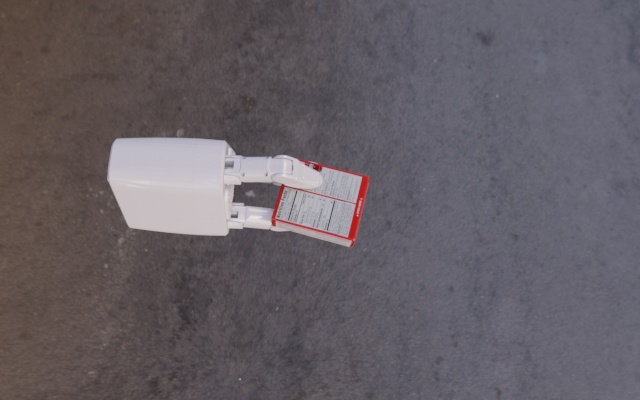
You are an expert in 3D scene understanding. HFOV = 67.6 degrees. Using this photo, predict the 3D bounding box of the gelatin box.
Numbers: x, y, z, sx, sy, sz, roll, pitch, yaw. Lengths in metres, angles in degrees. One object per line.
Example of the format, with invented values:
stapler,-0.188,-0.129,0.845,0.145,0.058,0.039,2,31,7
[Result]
gelatin box,0.000,0.002,0.501,0.089,0.073,0.030,14,-21,2
